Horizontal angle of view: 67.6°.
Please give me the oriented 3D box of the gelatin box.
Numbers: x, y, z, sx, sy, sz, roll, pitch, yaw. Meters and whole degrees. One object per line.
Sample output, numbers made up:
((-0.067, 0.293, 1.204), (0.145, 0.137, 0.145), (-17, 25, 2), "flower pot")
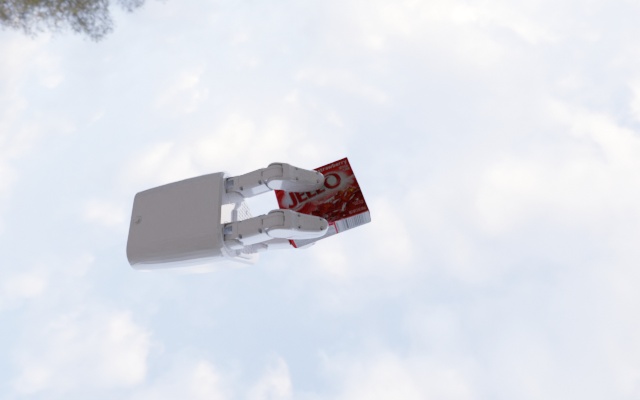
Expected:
((0.000, 0.002, 0.508), (0.089, 0.073, 0.030), (-19, -33, 0), "gelatin box")
